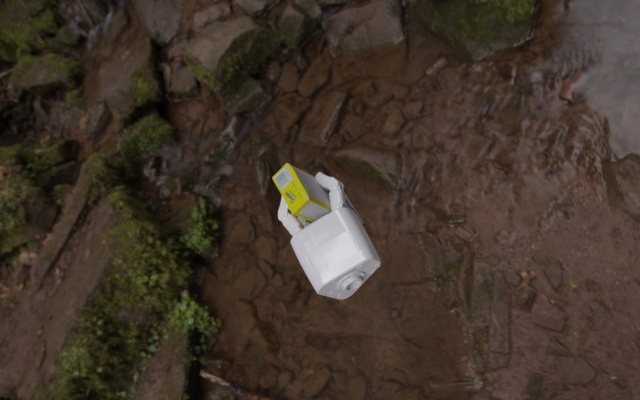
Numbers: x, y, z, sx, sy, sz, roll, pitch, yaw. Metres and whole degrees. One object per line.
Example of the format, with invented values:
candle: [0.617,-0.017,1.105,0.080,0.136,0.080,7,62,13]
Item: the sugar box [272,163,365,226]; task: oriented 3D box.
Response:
sugar box: [0.000,0.003,0.849,0.048,0.093,0.176,-42,-37,15]
